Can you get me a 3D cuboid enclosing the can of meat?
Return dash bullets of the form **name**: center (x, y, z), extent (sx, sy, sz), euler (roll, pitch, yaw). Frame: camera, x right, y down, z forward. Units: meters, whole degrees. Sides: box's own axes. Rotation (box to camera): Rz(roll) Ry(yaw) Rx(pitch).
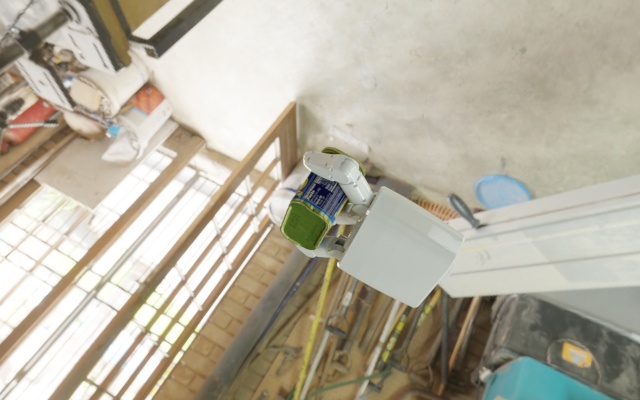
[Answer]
- **can of meat**: center (0.000, 0.002, 0.554), extent (0.057, 0.084, 0.102), euler (31, -30, 3)
